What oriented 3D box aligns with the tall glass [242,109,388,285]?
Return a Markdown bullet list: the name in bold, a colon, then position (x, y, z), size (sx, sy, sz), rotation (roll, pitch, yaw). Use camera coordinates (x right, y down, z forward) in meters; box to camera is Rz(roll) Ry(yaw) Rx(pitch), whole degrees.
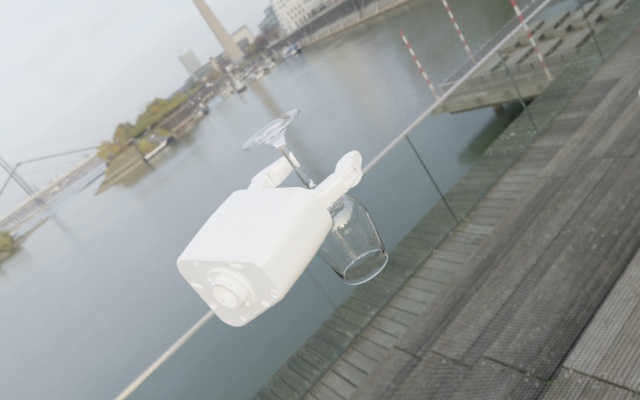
- **tall glass**: position (0.000, 0.001, 0.537), size (0.079, 0.201, 0.079), rotation (-31, 19, 12)
